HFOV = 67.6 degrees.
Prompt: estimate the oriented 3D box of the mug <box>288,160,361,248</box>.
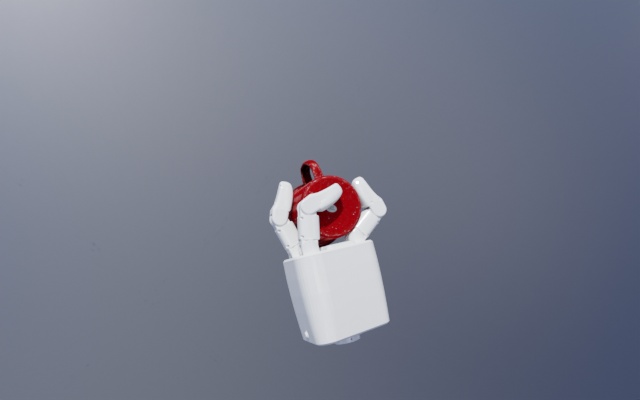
[{"bbox_3d":[0.000,0.001,0.636,0.093,0.117,0.081,-12,-6,-19],"label":"mug"}]
